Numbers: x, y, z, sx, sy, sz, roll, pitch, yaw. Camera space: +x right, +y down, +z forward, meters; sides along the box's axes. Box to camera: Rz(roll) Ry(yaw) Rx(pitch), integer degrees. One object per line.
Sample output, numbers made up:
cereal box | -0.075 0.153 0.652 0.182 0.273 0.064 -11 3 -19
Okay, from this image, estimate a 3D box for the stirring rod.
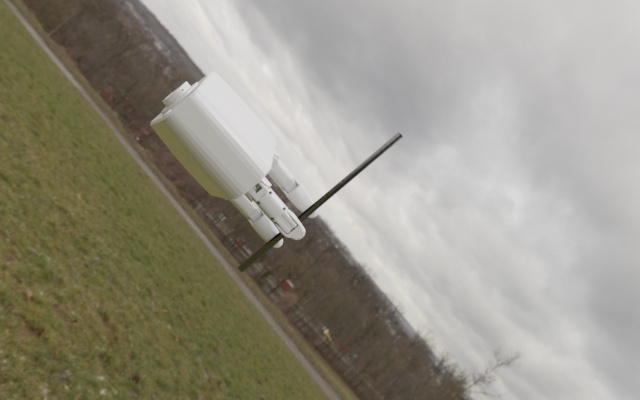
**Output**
stirring rod | 0.000 0.002 0.547 0.239 0.011 0.011 -40 1 -1
